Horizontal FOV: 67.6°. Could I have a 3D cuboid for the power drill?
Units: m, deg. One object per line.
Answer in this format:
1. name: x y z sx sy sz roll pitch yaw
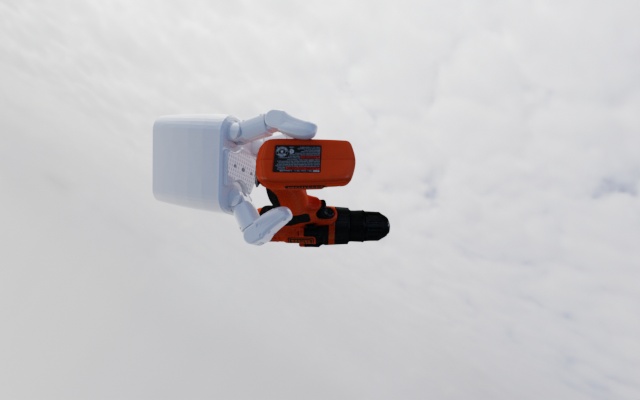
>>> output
1. power drill: 0.000 0.002 0.576 0.184 0.057 0.188 -1 -30 0
